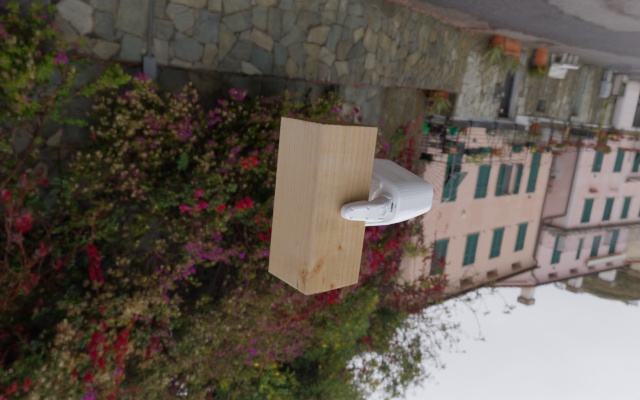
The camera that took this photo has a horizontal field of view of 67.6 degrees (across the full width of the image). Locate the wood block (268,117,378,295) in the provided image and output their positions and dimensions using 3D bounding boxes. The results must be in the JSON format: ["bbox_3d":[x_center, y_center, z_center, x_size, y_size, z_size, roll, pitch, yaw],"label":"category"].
[{"bbox_3d":[0.001,0.002,0.612,0.090,0.206,0.091,-4,16,-39],"label":"wood block"}]
